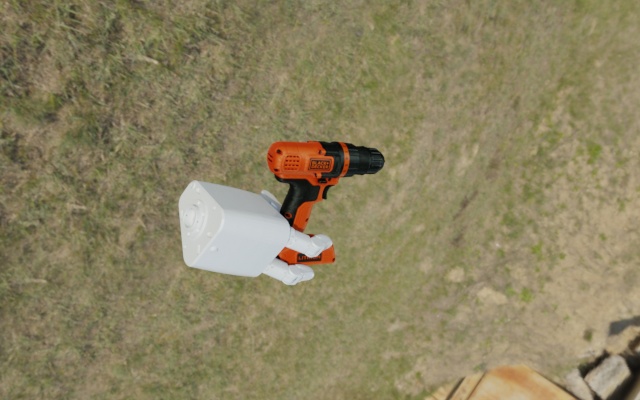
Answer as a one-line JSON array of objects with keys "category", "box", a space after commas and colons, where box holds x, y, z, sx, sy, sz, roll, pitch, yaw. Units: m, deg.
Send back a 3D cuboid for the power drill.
[{"category": "power drill", "box": [0.000, 0.003, 0.711, 0.184, 0.188, 0.057, 1, 22, -26]}]
